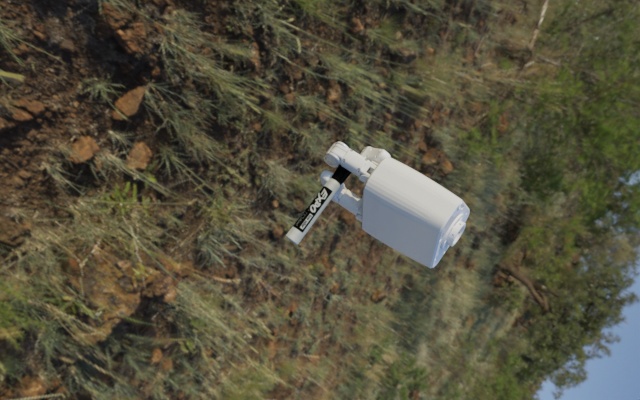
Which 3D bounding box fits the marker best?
[{"bbox_3d":[0.000,0.002,0.595,0.020,0.121,0.020,36,-10,7],"label":"marker"}]
